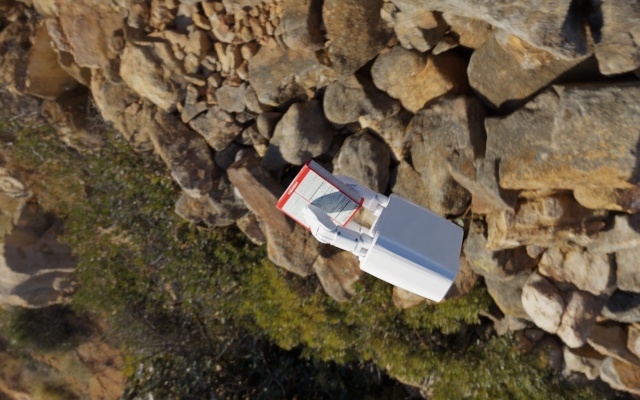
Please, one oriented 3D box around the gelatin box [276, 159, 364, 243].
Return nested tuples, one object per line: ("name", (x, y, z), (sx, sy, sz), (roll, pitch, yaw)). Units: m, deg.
("gelatin box", (0.000, 0.002, 0.617), (0.089, 0.073, 0.030), (35, 26, -6))
